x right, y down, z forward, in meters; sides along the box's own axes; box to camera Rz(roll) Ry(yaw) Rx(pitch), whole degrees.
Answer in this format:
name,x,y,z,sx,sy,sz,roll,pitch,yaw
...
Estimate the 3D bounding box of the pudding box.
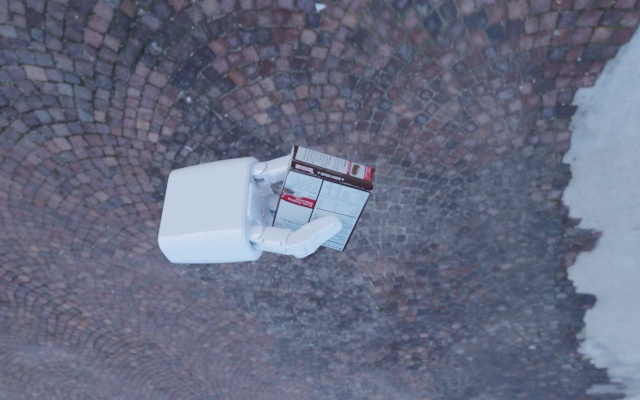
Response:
name,x,y,z,sx,sy,sz,roll,pitch,yaw
pudding box,0.000,0.002,0.518,0.090,0.039,0.114,15,-41,-5
